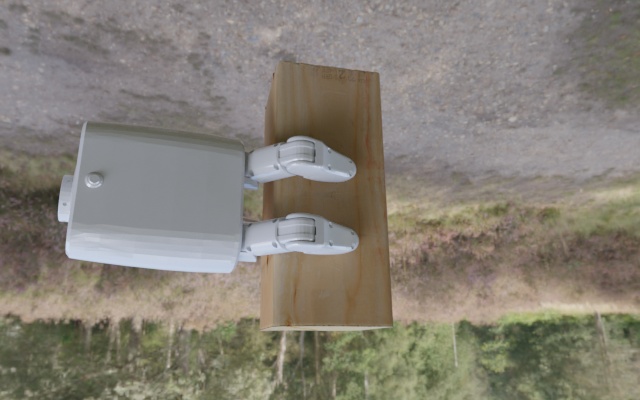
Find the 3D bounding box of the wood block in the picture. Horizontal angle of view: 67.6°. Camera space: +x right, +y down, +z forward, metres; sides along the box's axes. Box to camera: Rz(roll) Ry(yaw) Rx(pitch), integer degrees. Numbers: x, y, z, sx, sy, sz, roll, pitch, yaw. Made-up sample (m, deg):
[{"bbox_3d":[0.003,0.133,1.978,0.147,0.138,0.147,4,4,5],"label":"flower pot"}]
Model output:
[{"bbox_3d":[0.000,0.002,0.400,0.090,0.206,0.091,3,-17,-12],"label":"wood block"}]
